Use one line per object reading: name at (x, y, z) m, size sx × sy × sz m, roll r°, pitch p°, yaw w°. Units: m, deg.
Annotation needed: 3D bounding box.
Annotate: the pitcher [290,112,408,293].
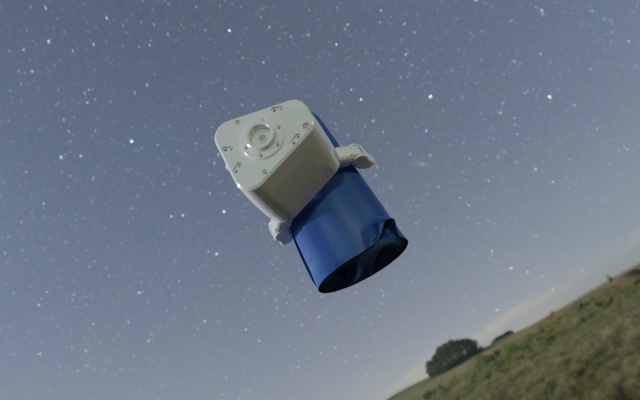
pitcher at (0.000, 0.002, 0.672) m, size 0.149 × 0.242 × 0.145 m, roll -32°, pitch -24°, yaw 6°
